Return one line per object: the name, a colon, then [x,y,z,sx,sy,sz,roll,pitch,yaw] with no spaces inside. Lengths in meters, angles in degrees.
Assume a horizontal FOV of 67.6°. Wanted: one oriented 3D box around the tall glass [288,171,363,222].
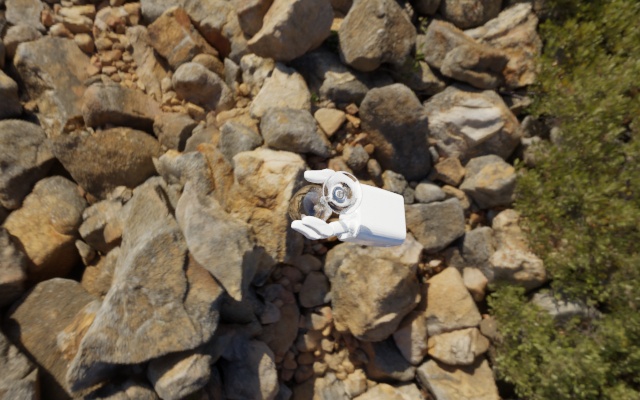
tall glass: [0.000,0.003,0.891,0.079,0.079,0.201,0,-9,-23]
